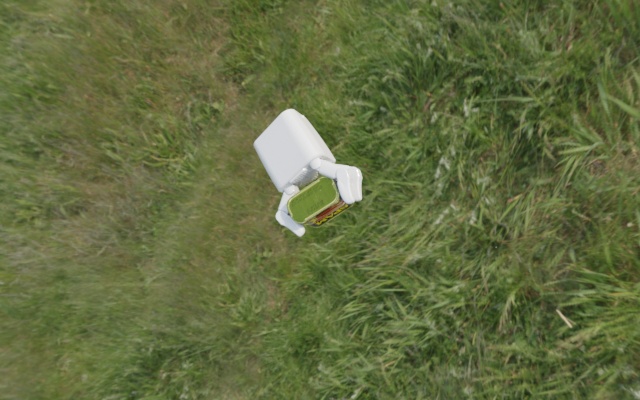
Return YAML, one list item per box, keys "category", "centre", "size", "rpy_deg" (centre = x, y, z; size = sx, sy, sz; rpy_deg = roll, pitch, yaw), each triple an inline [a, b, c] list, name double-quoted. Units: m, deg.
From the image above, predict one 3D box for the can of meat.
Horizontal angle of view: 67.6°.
- category: "can of meat"
  centre: [0.000, 0.003, 0.841]
  size: [0.102, 0.057, 0.084]
  rpy_deg: [-33, -16, 14]
